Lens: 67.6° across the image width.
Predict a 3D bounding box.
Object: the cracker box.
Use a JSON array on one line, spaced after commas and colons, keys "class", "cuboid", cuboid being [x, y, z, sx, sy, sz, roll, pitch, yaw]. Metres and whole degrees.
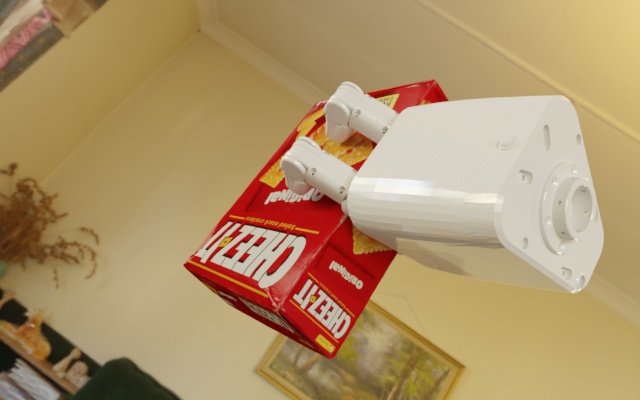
[{"class": "cracker box", "cuboid": [0.000, 0.001, 0.405, 0.072, 0.213, 0.164, 48, -24, -28]}]
